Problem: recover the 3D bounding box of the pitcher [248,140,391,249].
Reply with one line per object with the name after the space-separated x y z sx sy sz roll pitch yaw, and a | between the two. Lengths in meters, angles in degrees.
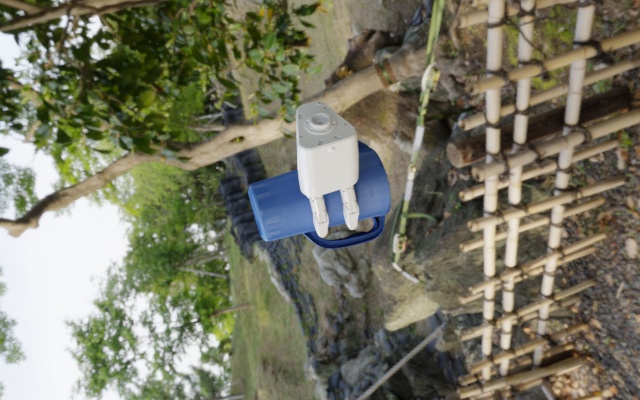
0.000 0.003 0.877 0.243 0.149 0.145 -16 -38 -10 | pitcher
